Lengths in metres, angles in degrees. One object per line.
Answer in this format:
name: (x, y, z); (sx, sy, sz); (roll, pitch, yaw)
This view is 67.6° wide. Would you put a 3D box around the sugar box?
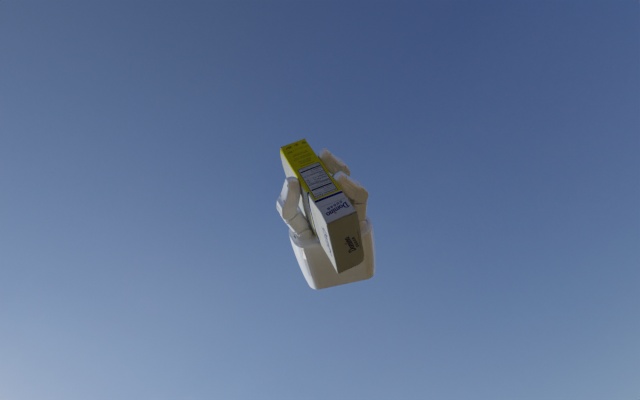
sugar box: (0.001, 0.002, 0.632); (0.048, 0.093, 0.176); (-24, 43, -12)
